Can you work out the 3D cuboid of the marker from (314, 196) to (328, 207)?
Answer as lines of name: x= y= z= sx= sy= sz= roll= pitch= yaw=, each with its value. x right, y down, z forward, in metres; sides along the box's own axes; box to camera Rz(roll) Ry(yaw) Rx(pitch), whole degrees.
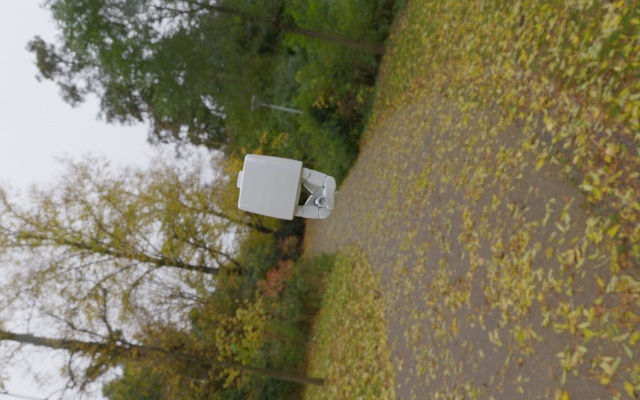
marker: x=0.000 y=0.003 z=0.866 sx=0.020 sy=0.020 sz=0.121 roll=0 pitch=-1 yaw=-4
